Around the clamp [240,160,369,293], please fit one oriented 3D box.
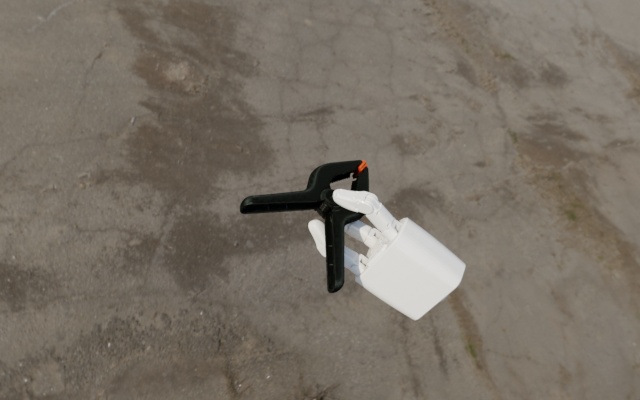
[{"bbox_3d":[0.001,0.002,0.652,0.164,0.210,0.036,37,-40,-4],"label":"clamp"}]
